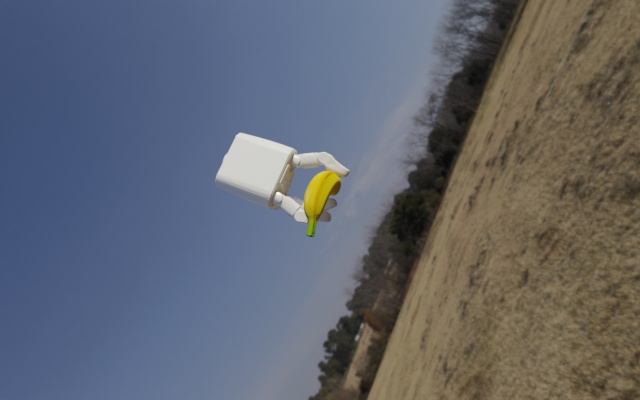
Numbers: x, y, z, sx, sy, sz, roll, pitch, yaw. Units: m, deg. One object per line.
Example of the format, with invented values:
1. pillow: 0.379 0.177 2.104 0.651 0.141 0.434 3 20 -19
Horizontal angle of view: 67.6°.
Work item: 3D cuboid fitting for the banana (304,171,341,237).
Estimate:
1. banana: 0.003 -0.013 0.765 0.037 0.070 0.197 17 24 8
